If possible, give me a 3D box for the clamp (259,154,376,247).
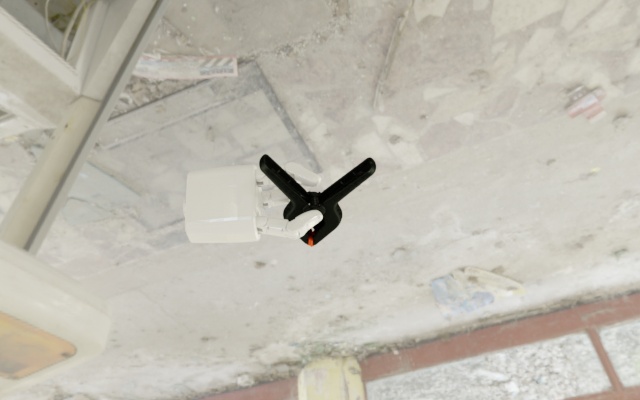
[{"bbox_3d":[0.000,0.003,0.738,0.164,0.036,0.210,-2,-39,2],"label":"clamp"}]
